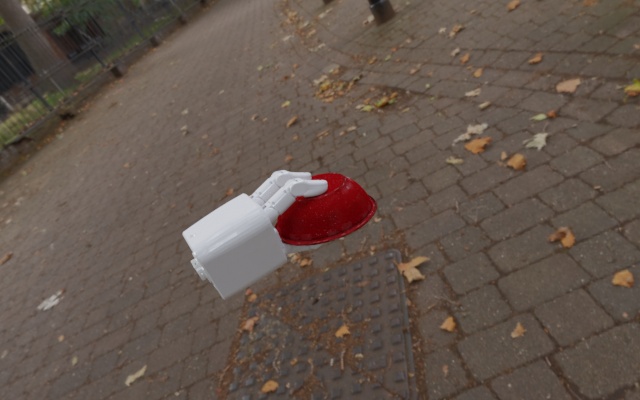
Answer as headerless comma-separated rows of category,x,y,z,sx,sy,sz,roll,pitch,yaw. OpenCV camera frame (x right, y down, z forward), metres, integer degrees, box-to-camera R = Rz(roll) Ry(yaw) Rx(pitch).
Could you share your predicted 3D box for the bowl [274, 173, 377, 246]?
bowl,0.001,0.001,0.715,0.162,0.055,0.162,-14,23,6
